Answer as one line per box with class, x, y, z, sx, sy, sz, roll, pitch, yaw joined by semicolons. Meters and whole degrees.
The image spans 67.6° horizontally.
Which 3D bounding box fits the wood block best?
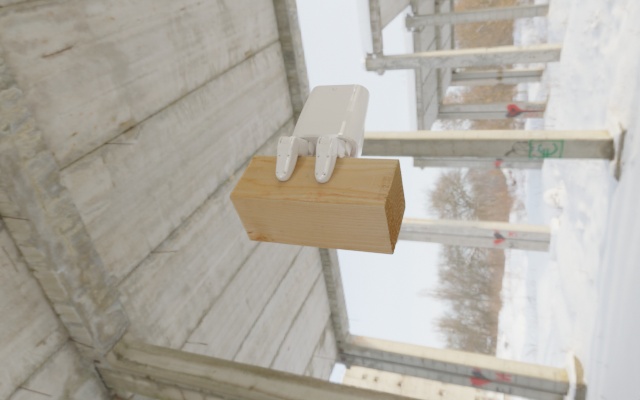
wood block;0.000;0.002;0.637;0.206;0.091;0.090;3;46;22
